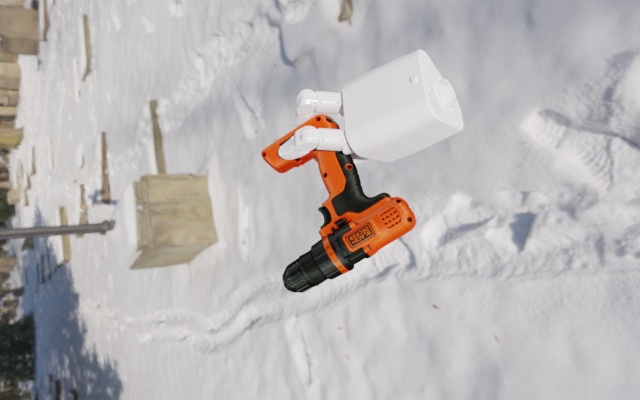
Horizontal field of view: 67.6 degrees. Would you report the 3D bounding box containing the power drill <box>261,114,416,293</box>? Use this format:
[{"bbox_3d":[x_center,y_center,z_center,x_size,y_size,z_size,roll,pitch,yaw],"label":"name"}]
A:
[{"bbox_3d":[0.000,0.001,0.605,0.184,0.187,0.057,-32,-14,9],"label":"power drill"}]
